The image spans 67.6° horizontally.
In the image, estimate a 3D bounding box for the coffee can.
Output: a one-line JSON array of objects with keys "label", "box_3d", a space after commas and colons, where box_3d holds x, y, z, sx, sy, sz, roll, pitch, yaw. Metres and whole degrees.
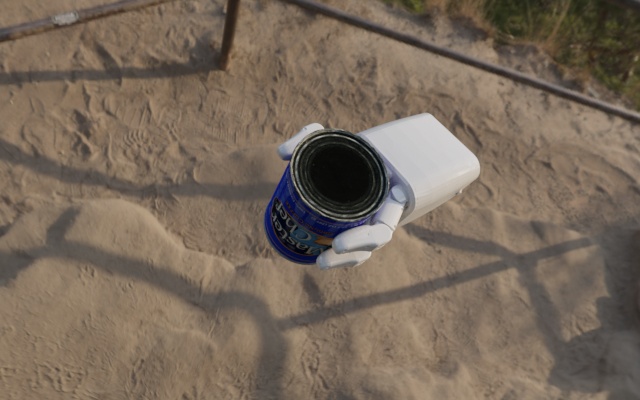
[{"label": "coffee can", "box_3d": [0.000, 0.002, 0.524, 0.103, 0.102, 0.140, 0, -24, -18]}]
